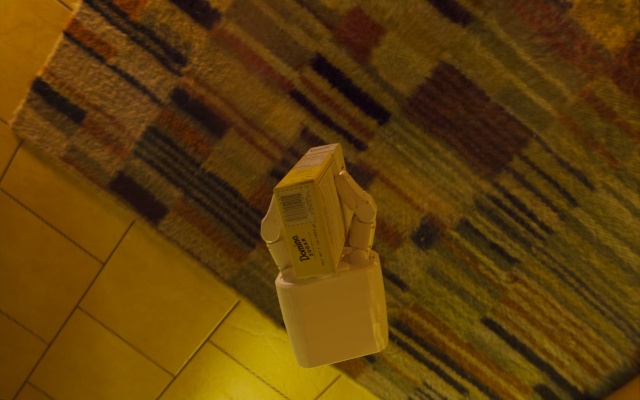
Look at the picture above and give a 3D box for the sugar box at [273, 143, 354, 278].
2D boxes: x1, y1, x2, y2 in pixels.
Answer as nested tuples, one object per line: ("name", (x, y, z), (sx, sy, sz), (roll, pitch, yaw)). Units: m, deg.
("sugar box", (0.000, 0.002, 0.513), (0.048, 0.093, 0.176), (-10, 15, 10))
